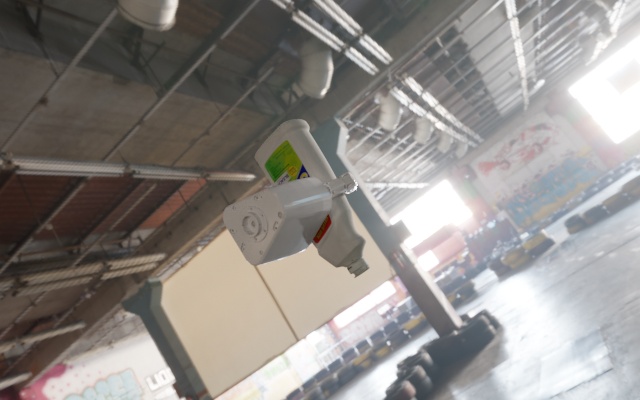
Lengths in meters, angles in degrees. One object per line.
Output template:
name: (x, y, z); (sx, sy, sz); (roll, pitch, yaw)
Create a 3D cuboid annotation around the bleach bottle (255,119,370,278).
bleach bottle: (0.000, 0.002, 0.739); (0.103, 0.250, 0.068); (-42, -15, 32)
